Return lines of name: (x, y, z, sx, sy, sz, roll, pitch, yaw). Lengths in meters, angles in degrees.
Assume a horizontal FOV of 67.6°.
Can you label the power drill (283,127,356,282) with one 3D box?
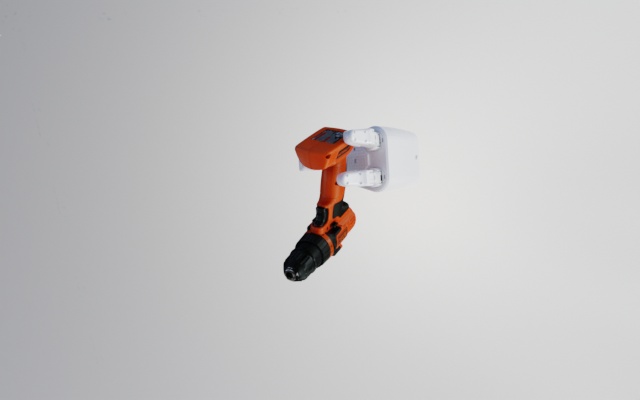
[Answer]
power drill: (0.000, 0.002, 0.679, 0.057, 0.188, 0.184, 15, 32, 21)
